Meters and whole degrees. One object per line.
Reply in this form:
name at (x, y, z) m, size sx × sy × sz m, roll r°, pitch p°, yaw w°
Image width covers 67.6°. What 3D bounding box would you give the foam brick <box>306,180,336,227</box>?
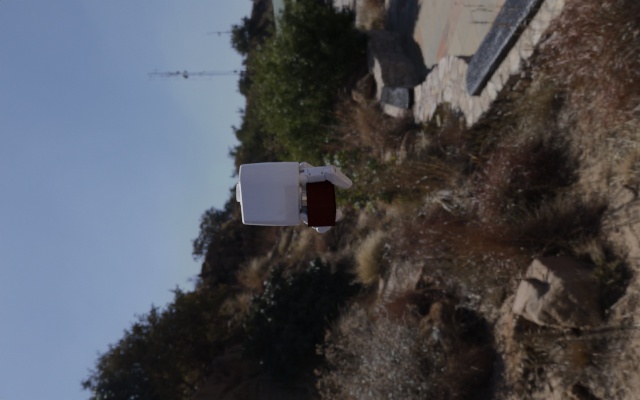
foam brick at (0.000, 0.003, 0.861) m, size 0.051 × 0.078 × 0.053 m, roll -1°, pitch -44°, yaw -2°
